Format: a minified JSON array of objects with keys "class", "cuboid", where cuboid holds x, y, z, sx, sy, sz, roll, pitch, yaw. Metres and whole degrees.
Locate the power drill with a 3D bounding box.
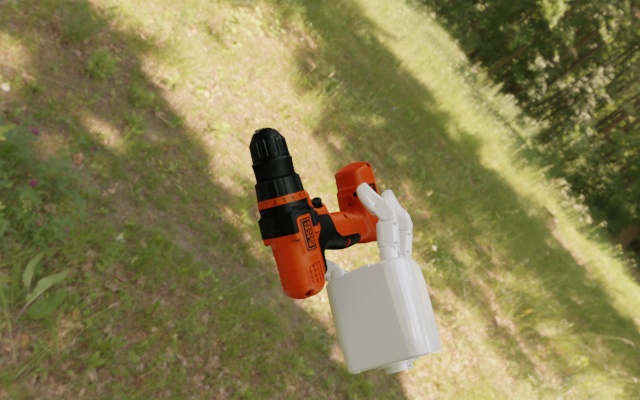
[{"class":"power drill","cuboid":[0.000,0.002,0.559,0.057,0.184,0.187,-11,4,38]}]
